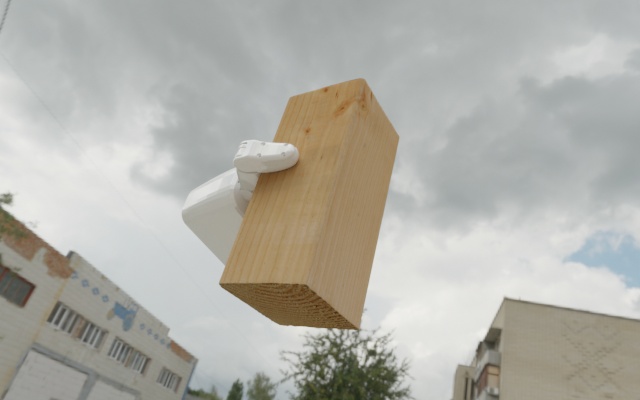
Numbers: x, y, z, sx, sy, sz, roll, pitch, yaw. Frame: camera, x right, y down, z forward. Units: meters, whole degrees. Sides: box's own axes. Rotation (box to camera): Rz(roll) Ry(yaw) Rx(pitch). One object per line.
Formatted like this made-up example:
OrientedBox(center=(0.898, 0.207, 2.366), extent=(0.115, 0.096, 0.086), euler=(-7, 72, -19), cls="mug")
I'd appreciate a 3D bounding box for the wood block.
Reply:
OrientedBox(center=(0.000, 0.001, 0.436), extent=(0.090, 0.206, 0.091), euler=(-6, -36, 34), cls="wood block")
